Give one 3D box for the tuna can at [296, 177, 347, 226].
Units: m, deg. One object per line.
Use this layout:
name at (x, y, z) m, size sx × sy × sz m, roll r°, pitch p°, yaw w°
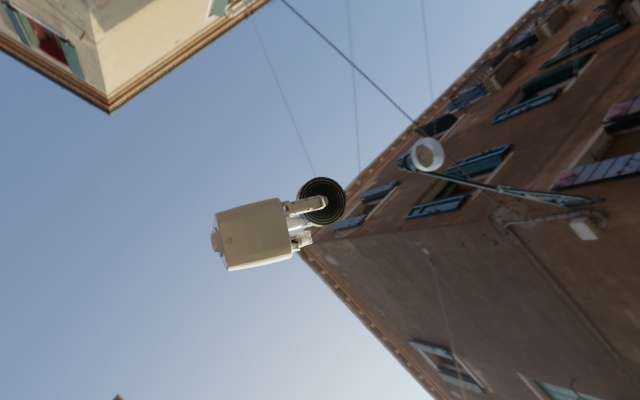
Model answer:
tuna can at (0.000, 0.003, 0.840) m, size 0.086 × 0.086 × 0.034 m, roll 0°, pitch -6°, yaw -15°
